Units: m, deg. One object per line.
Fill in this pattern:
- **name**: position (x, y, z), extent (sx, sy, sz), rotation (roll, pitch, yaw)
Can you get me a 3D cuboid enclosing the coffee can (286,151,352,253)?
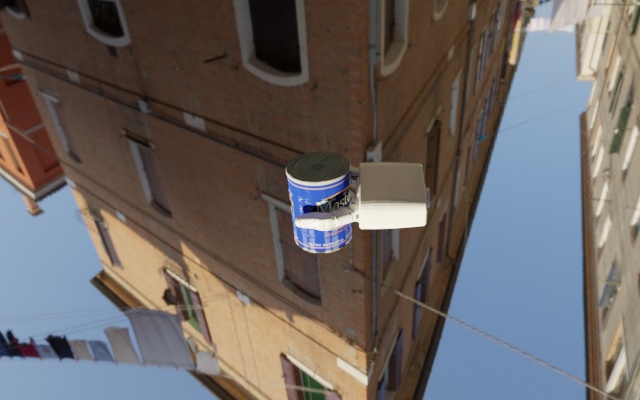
- **coffee can**: position (0.000, 0.003, 0.803), extent (0.103, 0.140, 0.102), rotation (-3, 33, 2)
